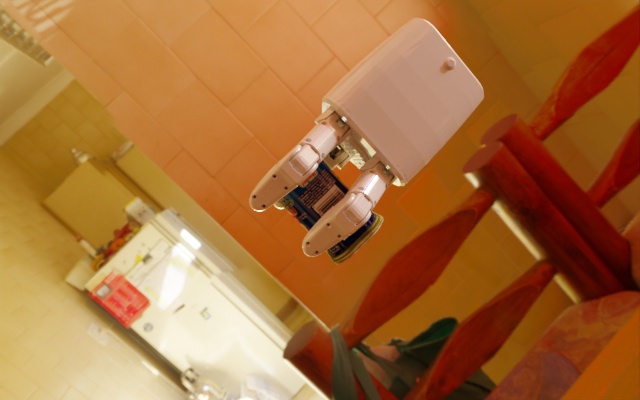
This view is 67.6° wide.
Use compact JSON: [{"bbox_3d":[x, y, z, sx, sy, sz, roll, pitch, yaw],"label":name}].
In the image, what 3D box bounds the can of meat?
[{"bbox_3d":[0.000,0.001,0.431,0.057,0.084,0.102,-44,11,-1],"label":"can of meat"}]
